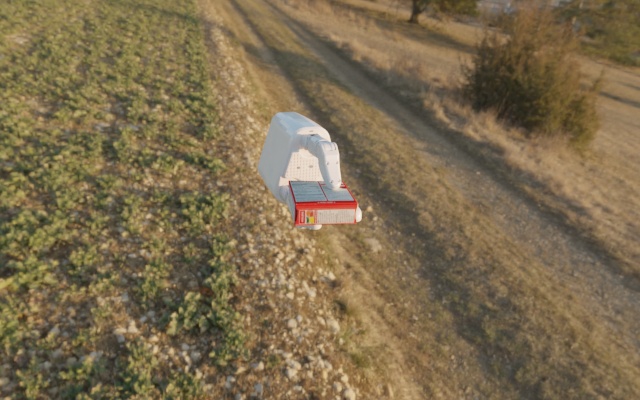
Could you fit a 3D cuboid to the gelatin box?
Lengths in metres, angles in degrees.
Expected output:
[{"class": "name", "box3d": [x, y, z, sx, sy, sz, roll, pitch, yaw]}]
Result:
[{"class": "gelatin box", "box3d": [0.000, 0.002, 0.583, 0.073, 0.030, 0.089, -1, 20, -10]}]
